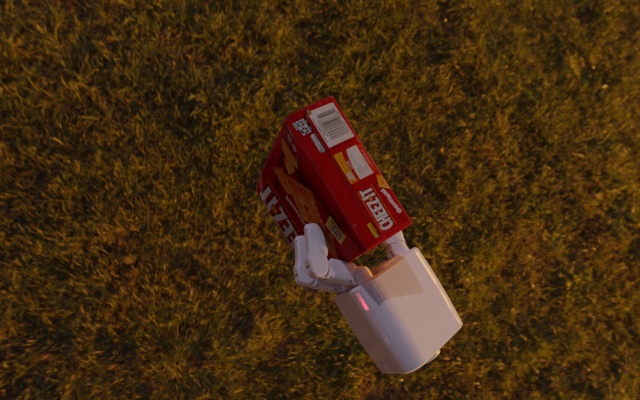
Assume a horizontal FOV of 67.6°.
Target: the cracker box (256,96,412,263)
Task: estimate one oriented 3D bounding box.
[{"bbox_3d":[0.000,0.002,0.582,0.072,0.164,0.214,-28,-8,-23],"label":"cracker box"}]
